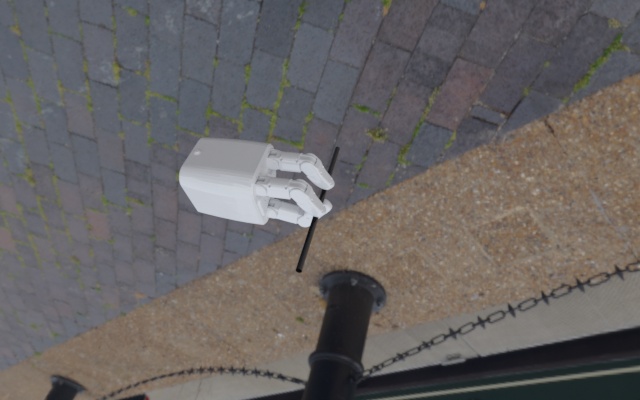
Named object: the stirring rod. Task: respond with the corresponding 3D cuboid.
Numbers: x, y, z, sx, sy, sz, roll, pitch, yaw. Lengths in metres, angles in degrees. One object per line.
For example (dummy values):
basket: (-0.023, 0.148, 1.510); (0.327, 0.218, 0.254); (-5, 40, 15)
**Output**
stirring rod: (0.000, 0.002, 0.660); (0.011, 0.011, 0.239); (0, 44, 18)
